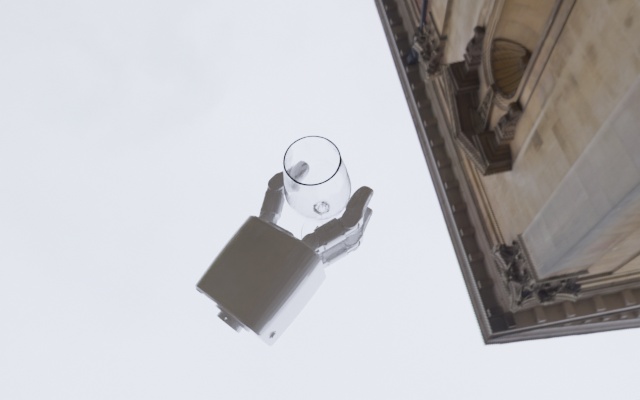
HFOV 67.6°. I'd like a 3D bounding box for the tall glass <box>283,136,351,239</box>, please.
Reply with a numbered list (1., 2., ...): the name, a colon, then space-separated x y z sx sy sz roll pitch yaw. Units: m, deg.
1. tall glass: 0.000 0.002 0.587 0.079 0.079 0.201 0 -27 6
